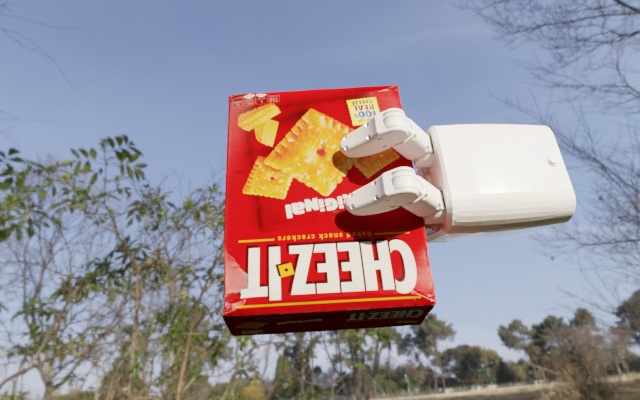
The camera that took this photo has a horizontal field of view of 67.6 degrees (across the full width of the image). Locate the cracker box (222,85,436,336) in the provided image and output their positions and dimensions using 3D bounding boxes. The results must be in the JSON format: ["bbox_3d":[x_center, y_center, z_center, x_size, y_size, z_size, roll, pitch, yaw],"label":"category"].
[{"bbox_3d":[0.000,0.001,0.424,0.164,0.213,0.072,-3,-28,-2],"label":"cracker box"}]
